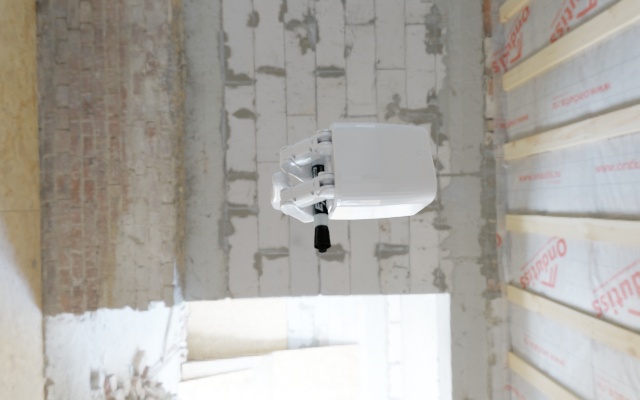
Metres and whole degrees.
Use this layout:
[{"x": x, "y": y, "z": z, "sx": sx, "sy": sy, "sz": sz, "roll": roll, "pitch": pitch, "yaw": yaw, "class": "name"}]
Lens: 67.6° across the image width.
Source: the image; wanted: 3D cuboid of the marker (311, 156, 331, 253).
[{"x": 0.000, "y": 0.002, "z": 0.543, "sx": 0.020, "sy": 0.121, "sz": 0.020, "roll": -2, "pitch": -28, "yaw": -1, "class": "marker"}]
